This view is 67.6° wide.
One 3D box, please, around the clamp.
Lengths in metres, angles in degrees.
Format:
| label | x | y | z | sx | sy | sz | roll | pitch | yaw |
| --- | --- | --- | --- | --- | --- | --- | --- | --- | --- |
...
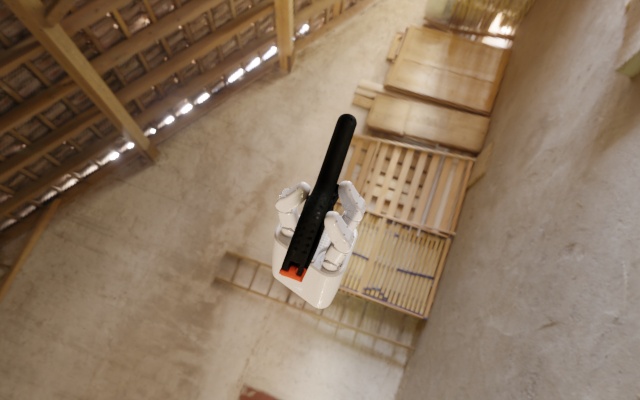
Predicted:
| label | x | y | z | sx | sy | sz | roll | pitch | yaw |
| --- | --- | --- | --- | --- | --- | --- | --- | --- | --- |
| clamp | -0.001 | 0.002 | 0.603 | 0.036 | 0.209 | 0.165 | 18 | -40 | 8 |
